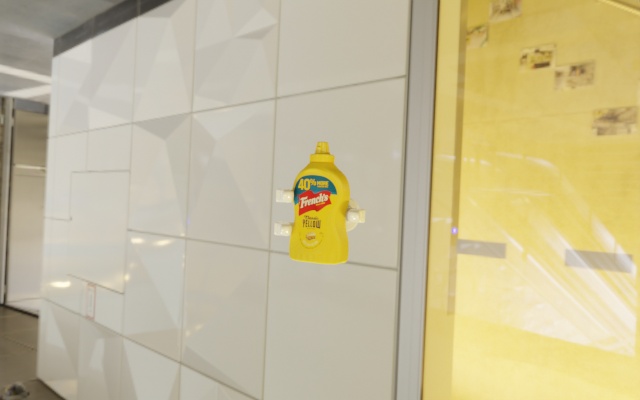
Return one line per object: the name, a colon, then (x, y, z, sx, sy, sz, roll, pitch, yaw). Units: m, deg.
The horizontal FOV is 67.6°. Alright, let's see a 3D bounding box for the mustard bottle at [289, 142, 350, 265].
mustard bottle: (0.000, 0.003, 0.763, 0.096, 0.191, 0.058, 2, 0, 31)
